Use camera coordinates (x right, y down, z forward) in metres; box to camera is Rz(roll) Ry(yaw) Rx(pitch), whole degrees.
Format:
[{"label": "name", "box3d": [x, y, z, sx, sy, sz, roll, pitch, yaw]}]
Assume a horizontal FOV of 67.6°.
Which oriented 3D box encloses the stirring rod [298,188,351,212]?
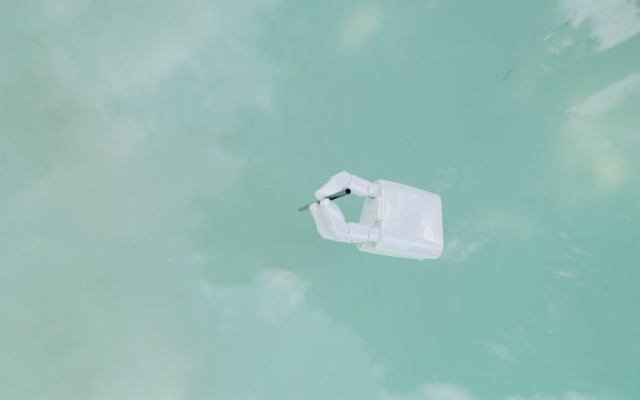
[{"label": "stirring rod", "box3d": [0.000, 0.002, 0.729, 0.011, 0.011, 0.239, 0, -7, -17]}]
